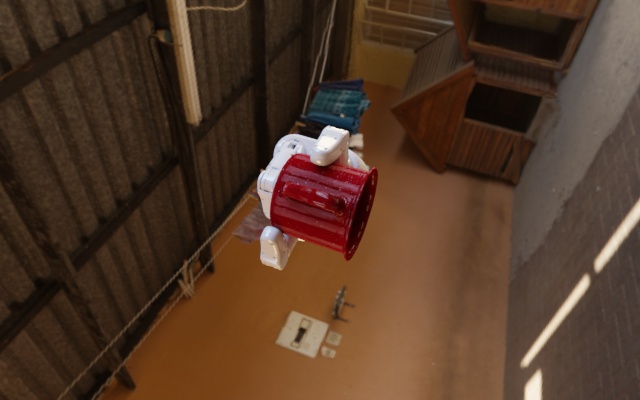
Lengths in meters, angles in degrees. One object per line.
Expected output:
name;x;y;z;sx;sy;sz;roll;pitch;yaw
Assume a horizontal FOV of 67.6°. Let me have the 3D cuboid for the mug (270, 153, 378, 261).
mug;0.000;0.001;0.452;0.081;0.093;0.117;17;1;14
